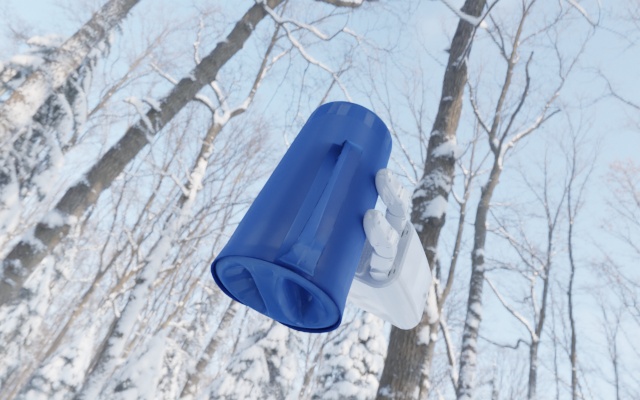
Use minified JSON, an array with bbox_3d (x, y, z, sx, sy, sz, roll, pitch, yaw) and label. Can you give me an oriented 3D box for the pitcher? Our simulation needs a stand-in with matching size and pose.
[{"bbox_3d":[0.000,0.002,0.505,0.149,0.242,0.145,-2,-43,33],"label":"pitcher"}]
